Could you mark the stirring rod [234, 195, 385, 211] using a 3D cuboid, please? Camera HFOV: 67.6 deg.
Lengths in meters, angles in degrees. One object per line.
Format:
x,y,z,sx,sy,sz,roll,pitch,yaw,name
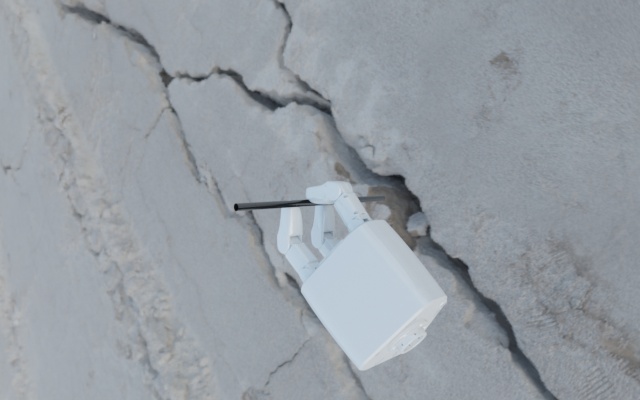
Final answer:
0.000,0.002,0.563,0.011,0.011,0.239,0,2,45,stirring rod
